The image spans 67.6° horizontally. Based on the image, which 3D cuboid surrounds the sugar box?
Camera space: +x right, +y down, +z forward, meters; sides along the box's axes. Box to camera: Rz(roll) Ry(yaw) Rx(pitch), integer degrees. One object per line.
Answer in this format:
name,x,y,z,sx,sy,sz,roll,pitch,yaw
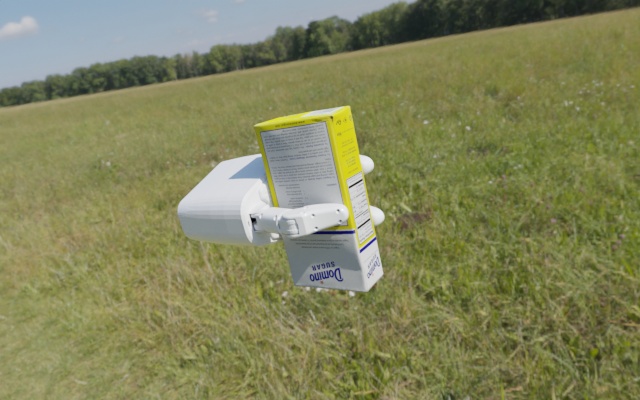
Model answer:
sugar box,0.000,0.001,0.479,0.093,0.176,0.048,-1,21,35
